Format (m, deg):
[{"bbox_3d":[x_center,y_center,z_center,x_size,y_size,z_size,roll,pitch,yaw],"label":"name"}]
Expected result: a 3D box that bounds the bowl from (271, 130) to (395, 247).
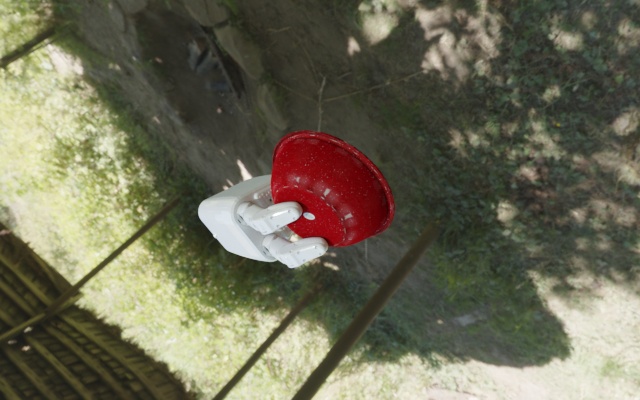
[{"bbox_3d":[0.001,0.002,0.542,0.162,0.162,0.055,0,41,40],"label":"bowl"}]
